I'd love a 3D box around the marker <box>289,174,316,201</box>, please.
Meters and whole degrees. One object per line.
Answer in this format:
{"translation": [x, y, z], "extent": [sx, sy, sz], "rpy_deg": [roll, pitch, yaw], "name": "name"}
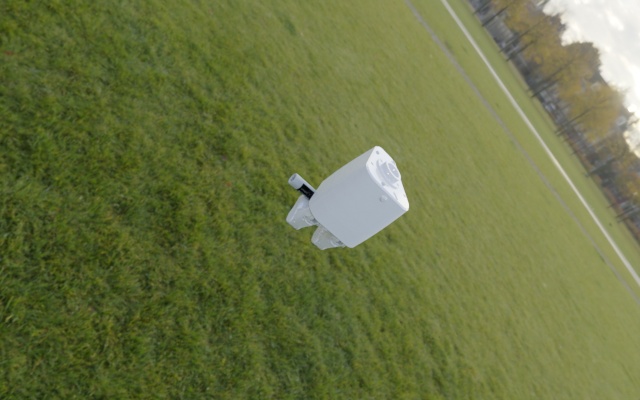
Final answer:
{"translation": [0.000, 0.002, 0.733], "extent": [0.121, 0.020, 0.020], "rpy_deg": [41, -20, -25], "name": "marker"}
